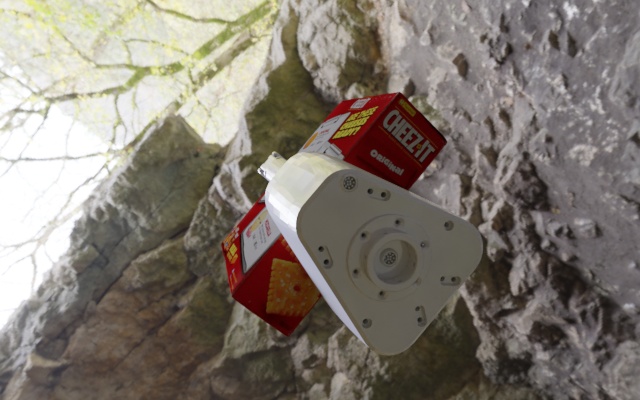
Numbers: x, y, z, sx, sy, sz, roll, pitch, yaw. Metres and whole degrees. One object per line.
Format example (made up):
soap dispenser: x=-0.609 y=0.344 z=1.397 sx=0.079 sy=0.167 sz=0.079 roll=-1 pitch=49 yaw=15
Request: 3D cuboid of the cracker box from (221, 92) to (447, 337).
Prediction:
cracker box: x=0.000 y=0.002 z=0.463 sx=0.072 sy=0.213 sz=0.164 roll=41 pitch=-2 yaw=-17
